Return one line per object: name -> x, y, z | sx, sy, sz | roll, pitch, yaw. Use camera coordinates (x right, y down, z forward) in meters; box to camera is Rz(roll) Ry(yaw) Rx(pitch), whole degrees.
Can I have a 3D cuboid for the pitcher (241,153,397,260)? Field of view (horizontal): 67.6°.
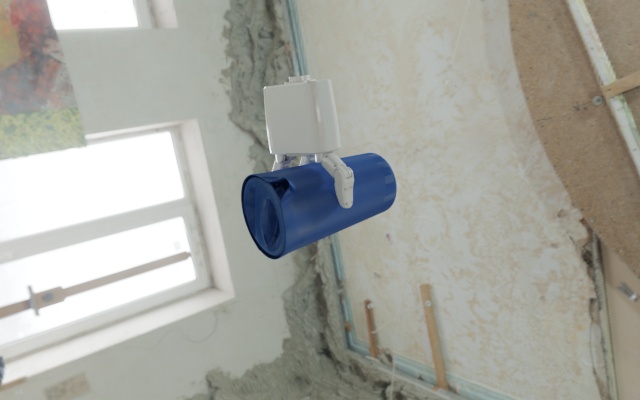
pitcher -> 0.000, 0.002, 0.784 | 0.243, 0.145, 0.149 | -17, 17, -33
